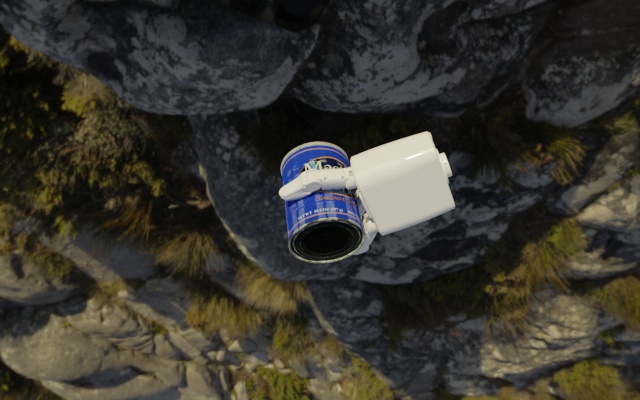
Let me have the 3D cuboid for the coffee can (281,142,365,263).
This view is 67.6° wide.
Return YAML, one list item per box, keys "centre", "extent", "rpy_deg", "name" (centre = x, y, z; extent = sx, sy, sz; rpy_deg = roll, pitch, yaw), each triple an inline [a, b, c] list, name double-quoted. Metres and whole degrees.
- centre: [0.000, 0.002, 0.673]
  extent: [0.103, 0.140, 0.103]
  rpy_deg: [-6, -39, -4]
  name: "coffee can"
